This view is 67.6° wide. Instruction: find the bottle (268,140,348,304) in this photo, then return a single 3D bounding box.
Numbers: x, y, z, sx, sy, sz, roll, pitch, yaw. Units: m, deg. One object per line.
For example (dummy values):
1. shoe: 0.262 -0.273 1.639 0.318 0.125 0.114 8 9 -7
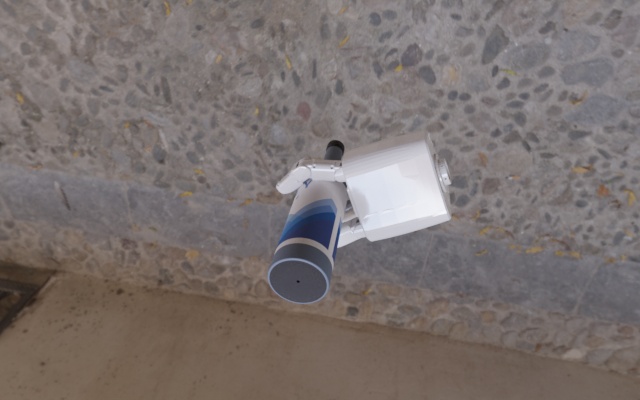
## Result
1. bottle: 0.000 0.002 0.620 0.069 0.069 0.295 0 35 11
